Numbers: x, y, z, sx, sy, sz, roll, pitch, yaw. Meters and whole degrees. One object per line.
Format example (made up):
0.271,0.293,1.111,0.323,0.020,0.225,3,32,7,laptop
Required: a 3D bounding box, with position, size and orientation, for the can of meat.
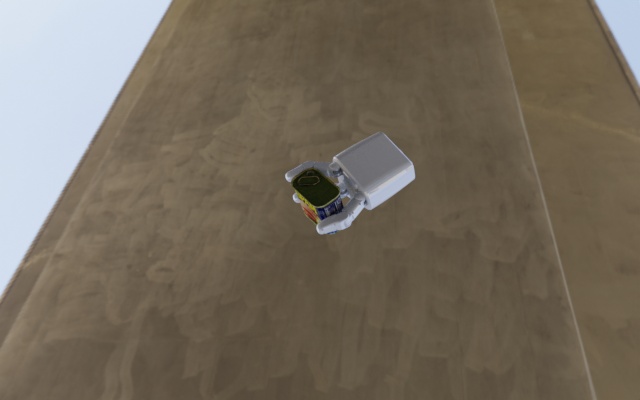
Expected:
0.000,0.003,0.862,0.057,0.084,0.102,-35,47,-14,can of meat
